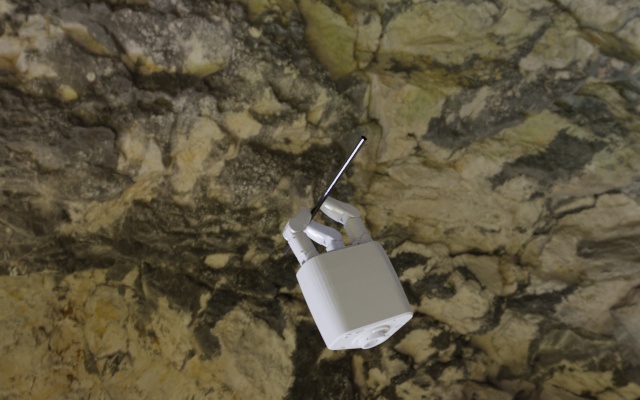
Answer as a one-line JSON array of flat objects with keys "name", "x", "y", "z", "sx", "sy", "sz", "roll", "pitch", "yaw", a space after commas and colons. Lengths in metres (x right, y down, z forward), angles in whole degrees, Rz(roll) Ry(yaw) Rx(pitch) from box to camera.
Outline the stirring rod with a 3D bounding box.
[{"name": "stirring rod", "x": 0.000, "y": 0.002, "z": 0.644, "sx": 0.011, "sy": 0.011, "sz": 0.240, "roll": 0, "pitch": -39, "yaw": -34}]
